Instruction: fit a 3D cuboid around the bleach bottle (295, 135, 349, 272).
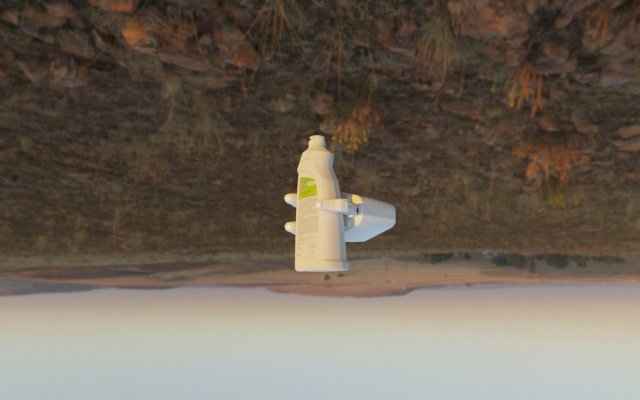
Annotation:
[{"bbox_3d":[0.000,0.003,0.878,0.068,0.250,0.102,9,-14,-42],"label":"bleach bottle"}]
